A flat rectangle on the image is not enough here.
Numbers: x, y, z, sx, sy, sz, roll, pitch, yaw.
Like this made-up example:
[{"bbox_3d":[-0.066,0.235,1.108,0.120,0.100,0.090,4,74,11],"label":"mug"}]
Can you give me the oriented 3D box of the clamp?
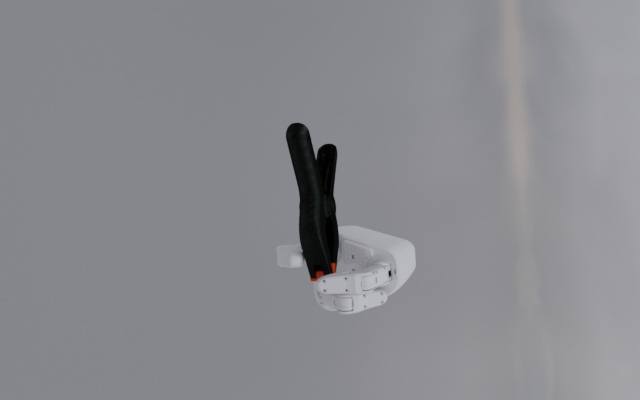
[{"bbox_3d":[0.001,0.002,0.543,0.039,0.171,0.120,-4,2,24],"label":"clamp"}]
